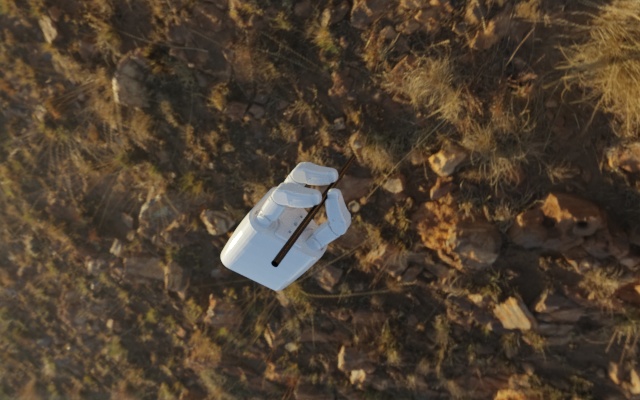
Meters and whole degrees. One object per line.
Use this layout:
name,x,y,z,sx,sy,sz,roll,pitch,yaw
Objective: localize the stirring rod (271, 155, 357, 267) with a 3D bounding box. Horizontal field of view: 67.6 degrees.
stirring rod,0.000,0.002,0.571,0.011,0.011,0.239,0,31,27
